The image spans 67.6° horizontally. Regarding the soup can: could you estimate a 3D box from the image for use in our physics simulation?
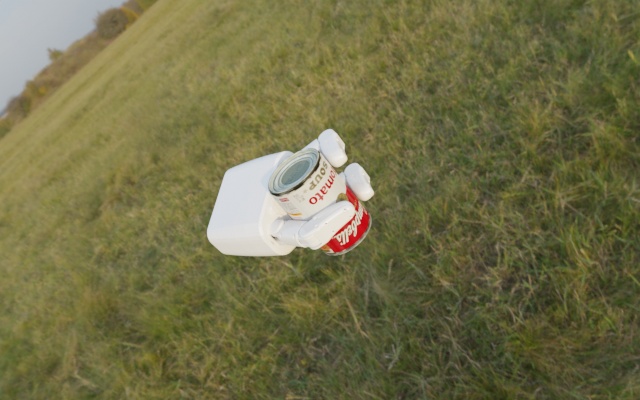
[{"bbox_3d":[0.000,0.002,0.513,0.068,0.068,0.102,0,-41,48],"label":"soup can"}]
